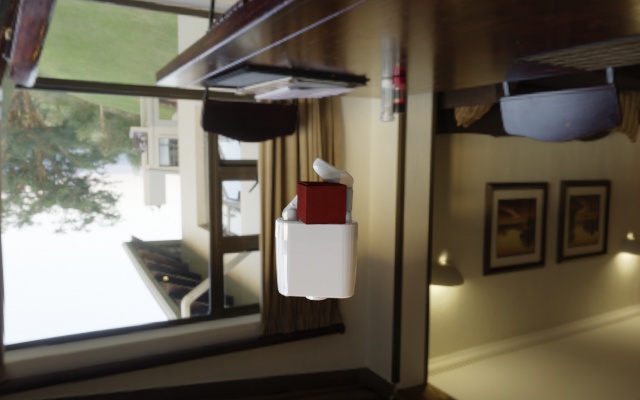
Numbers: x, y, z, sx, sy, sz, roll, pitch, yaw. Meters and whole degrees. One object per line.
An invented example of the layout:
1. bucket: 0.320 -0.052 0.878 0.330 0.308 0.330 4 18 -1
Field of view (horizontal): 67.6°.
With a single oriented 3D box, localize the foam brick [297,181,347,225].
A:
1. foam brick: 0.000 0.002 0.627 0.053 0.051 0.078 1 5 -11
